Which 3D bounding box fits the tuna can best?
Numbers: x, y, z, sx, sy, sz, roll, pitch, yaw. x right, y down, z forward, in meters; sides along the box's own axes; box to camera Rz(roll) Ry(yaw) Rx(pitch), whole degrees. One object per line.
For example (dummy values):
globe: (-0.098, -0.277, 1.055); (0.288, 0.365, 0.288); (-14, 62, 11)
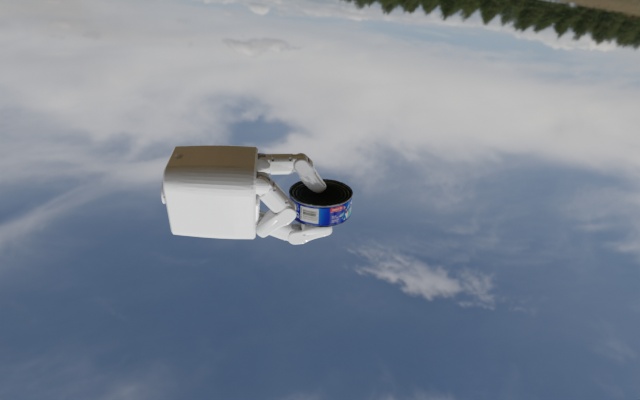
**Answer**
tuna can: (0.000, 0.003, 0.647); (0.086, 0.034, 0.086); (2, 26, -1)
